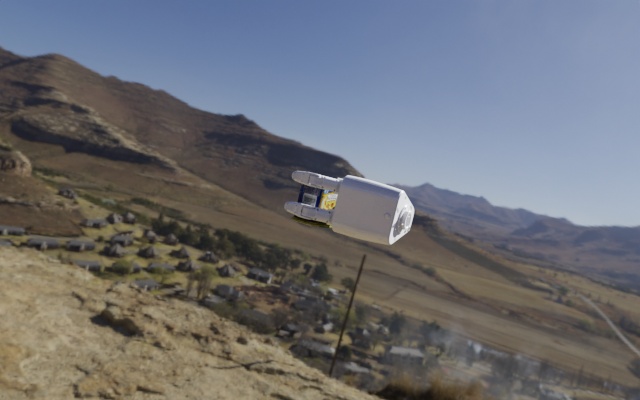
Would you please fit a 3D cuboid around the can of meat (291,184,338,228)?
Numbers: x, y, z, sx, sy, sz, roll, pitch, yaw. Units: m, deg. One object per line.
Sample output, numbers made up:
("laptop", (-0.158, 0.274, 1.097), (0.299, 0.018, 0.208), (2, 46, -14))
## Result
("can of meat", (0.000, 0.003, 0.866), (0.057, 0.084, 0.102), (16, 3, 30))
